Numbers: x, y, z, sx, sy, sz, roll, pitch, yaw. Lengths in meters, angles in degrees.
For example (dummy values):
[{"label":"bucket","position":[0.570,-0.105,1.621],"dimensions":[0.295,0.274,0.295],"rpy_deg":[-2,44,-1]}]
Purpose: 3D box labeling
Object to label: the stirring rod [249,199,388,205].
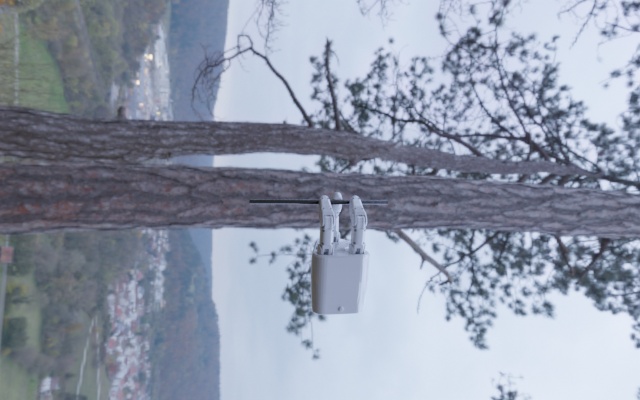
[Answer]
[{"label":"stirring rod","position":[0.000,0.003,0.816],"dimensions":[0.239,0.011,0.011],"rpy_deg":[0,0,-12]}]
